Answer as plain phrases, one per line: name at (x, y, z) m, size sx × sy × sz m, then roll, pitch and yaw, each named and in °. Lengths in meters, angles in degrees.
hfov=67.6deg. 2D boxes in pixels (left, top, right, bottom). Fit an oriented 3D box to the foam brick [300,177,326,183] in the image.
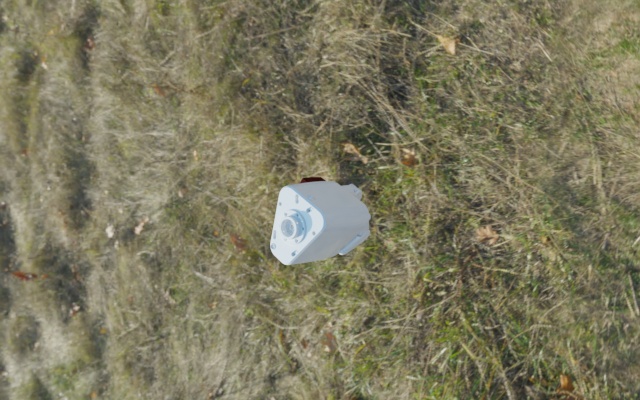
foam brick at (0.000, 0.003, 0.791) m, size 0.078 × 0.053 × 0.051 m, roll 39°, pitch 26°, yaw 29°
